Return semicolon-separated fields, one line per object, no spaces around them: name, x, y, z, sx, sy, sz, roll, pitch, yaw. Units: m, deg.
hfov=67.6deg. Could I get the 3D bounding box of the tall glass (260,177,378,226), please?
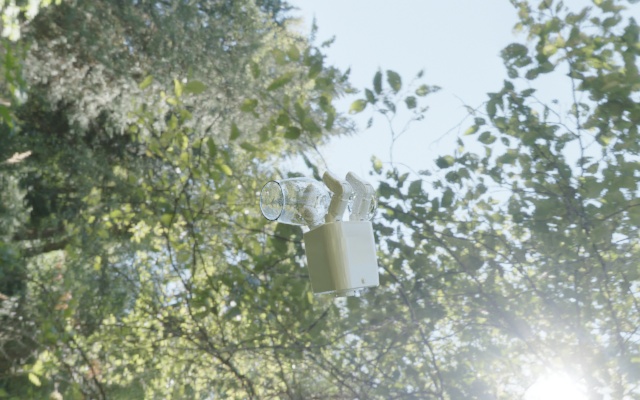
tall glass;0.001;0.002;0.784;0.201;0.079;0.079;2;-1;-42
